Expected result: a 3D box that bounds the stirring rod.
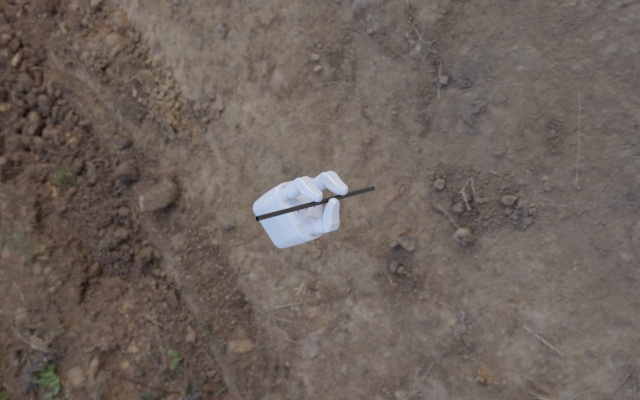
[{"bbox_3d":[0.000,0.003,0.776,0.239,0.011,0.011,-15,9,-36],"label":"stirring rod"}]
